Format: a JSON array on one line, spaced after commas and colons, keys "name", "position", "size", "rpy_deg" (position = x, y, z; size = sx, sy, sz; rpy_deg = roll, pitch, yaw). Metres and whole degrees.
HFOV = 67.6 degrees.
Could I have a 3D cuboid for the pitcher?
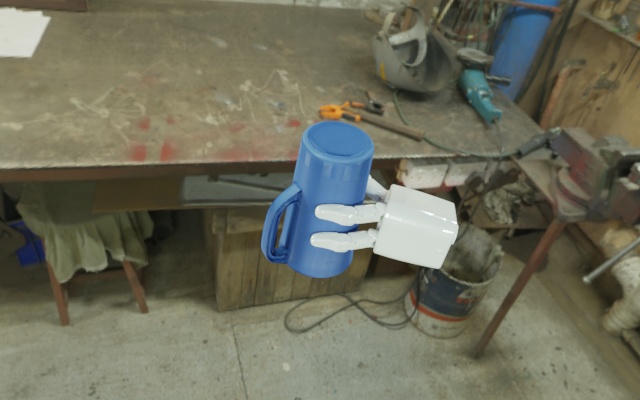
[{"name": "pitcher", "position": [0.000, 0.003, 0.764], "size": [0.145, 0.243, 0.149], "rpy_deg": [17, 40, 7]}]
